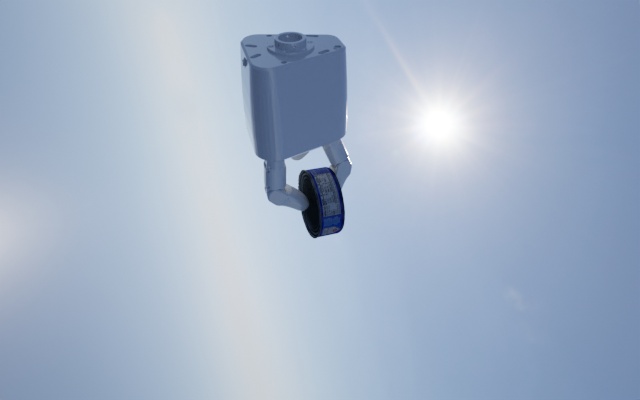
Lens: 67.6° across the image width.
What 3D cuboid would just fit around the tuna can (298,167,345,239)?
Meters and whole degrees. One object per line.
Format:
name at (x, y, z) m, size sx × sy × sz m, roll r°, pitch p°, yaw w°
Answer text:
tuna can at (0.001, 0.002, 0.591) m, size 0.034 × 0.086 × 0.086 m, roll -10°, pitch 3°, yaw -16°
